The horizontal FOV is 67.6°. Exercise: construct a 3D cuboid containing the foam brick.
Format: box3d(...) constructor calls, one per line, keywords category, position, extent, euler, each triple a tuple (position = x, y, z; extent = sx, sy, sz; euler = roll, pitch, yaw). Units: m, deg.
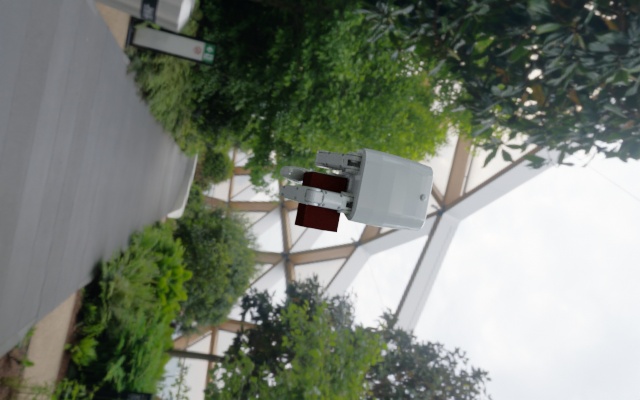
box3d(category="foam brick", position=(0.000, 0.002, 0.659), extent=(0.051, 0.078, 0.053), euler=(11, -1, -15))
